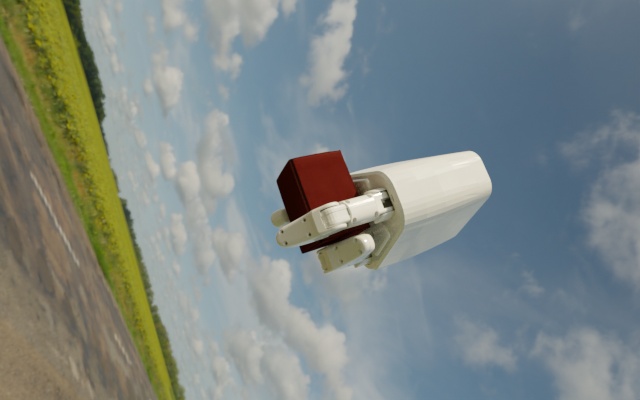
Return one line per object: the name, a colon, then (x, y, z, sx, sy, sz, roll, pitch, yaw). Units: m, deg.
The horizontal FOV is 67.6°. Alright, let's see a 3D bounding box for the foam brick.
foam brick: (0.000, 0.001, 0.435, 0.051, 0.078, 0.053, -16, -11, -24)
